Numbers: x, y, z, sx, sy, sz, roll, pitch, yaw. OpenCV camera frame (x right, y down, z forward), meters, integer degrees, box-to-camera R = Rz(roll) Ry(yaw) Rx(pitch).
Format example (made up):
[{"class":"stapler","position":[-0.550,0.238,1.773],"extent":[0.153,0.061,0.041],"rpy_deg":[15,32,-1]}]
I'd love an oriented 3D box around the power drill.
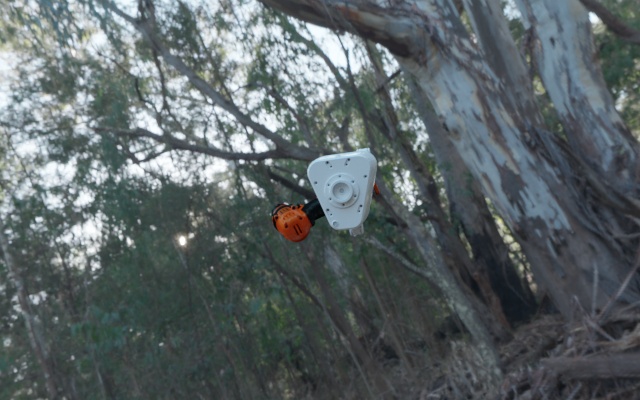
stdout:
[{"class":"power drill","position":[0.001,0.003,0.859],"extent":[0.187,0.057,0.184],"rpy_deg":[-31,15,-8]}]
